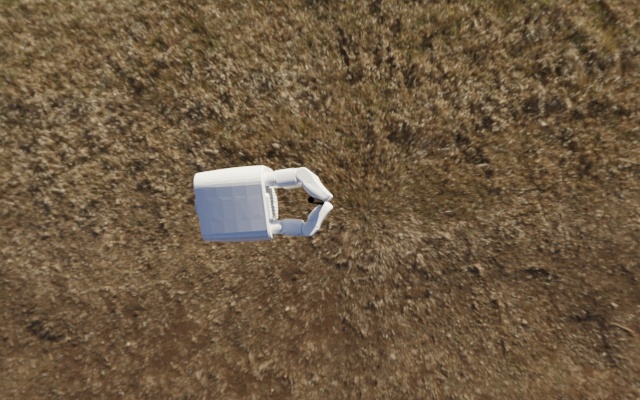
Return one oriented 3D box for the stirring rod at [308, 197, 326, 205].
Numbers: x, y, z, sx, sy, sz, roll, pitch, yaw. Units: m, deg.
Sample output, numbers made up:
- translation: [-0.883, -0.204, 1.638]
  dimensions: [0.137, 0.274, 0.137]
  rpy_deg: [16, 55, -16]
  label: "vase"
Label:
- translation: [0.000, 0.002, 0.686]
  dimensions: [0.011, 0.011, 0.239]
  rpy_deg: [0, -1, 5]
  label: "stirring rod"
